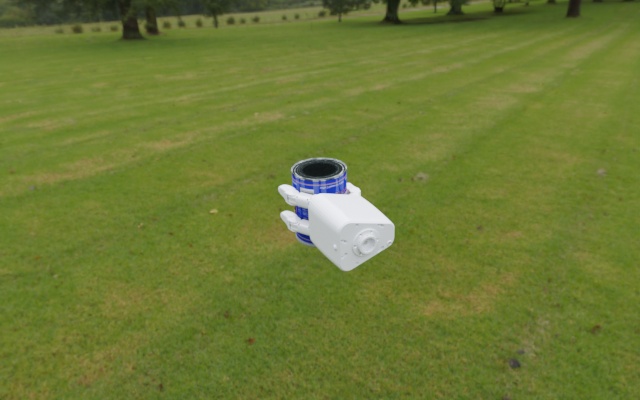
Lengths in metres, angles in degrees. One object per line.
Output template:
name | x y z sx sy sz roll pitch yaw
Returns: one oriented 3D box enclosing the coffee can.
coffee can | 0.000 0.003 0.900 0.103 0.140 0.102 -2 27 1
